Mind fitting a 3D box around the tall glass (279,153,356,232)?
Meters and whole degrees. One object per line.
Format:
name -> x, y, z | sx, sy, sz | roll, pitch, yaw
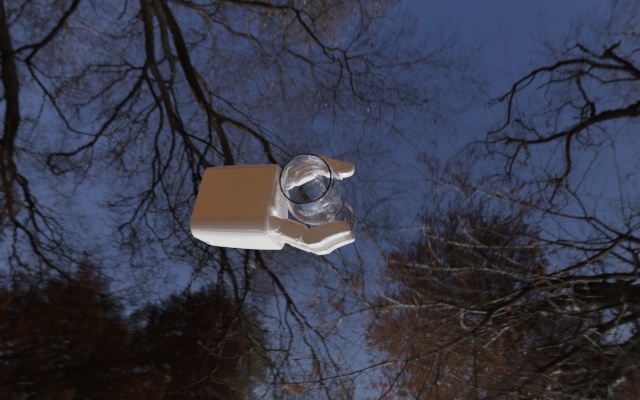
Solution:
tall glass -> 0.000, 0.002, 0.640 | 0.079, 0.079, 0.201 | 0, -16, 11
